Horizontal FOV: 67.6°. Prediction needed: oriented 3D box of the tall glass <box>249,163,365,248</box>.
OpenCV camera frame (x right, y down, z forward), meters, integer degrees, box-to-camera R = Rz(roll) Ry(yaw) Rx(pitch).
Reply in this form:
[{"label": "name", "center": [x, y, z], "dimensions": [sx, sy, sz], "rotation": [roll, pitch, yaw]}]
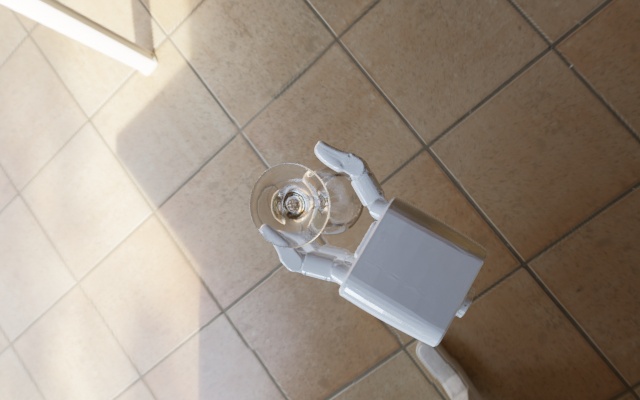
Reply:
[{"label": "tall glass", "center": [0.000, 0.002, 0.507], "dimensions": [0.079, 0.079, 0.201], "rotation": [0, 2, 16]}]
